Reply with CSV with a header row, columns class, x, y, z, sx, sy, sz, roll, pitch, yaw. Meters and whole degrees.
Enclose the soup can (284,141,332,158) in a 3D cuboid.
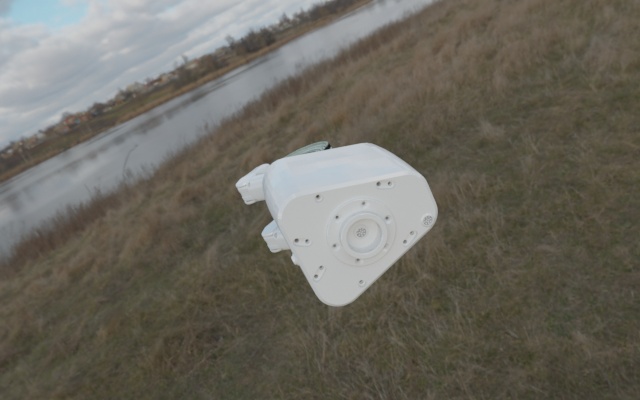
class,x,y,z,sx,sy,sz,roll,pitch,yaw
soup can,0.000,0.001,0.474,0.068,0.102,0.068,-24,18,9
